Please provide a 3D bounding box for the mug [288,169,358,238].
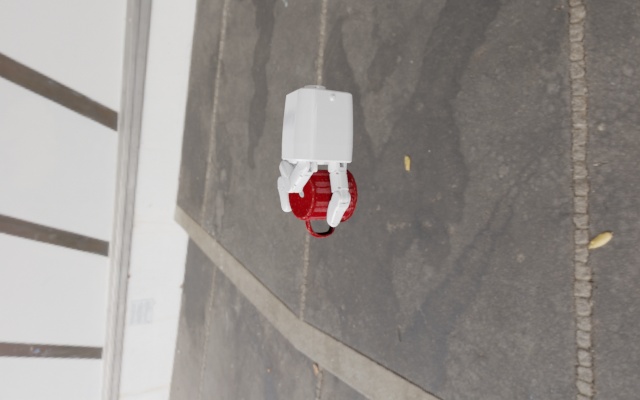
[{"bbox_3d":[0.000,0.004,0.781,0.081,0.117,0.093,-1,6,-34],"label":"mug"}]
